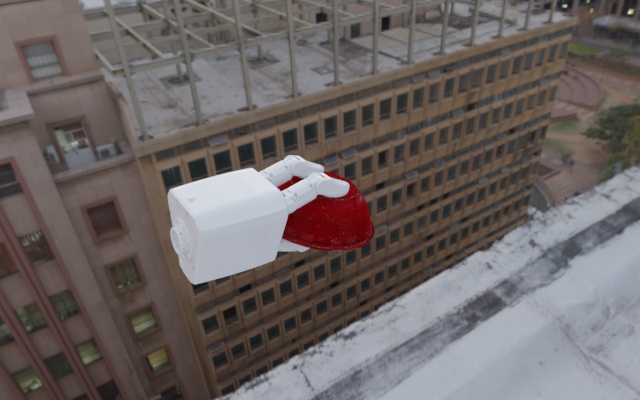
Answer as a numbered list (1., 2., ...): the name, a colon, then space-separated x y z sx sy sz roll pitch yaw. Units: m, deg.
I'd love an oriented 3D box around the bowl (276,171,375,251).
1. bowl: 0.001 0.001 0.638 0.162 0.055 0.162 11 24 -5
